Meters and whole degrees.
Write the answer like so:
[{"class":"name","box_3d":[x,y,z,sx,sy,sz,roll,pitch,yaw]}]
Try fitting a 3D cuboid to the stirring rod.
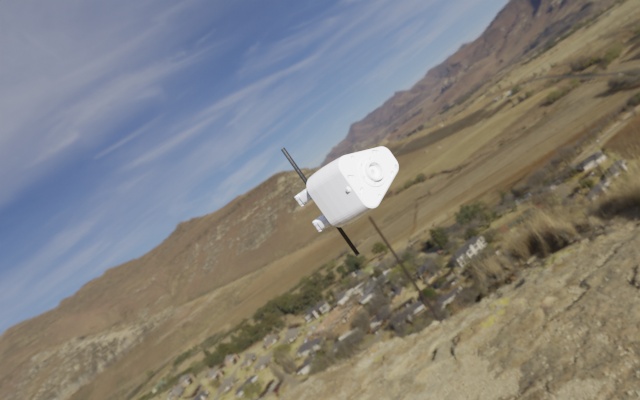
[{"class":"stirring rod","box_3d":[0.000,0.003,0.881,0.011,0.239,0.011,-35,2,1]}]
